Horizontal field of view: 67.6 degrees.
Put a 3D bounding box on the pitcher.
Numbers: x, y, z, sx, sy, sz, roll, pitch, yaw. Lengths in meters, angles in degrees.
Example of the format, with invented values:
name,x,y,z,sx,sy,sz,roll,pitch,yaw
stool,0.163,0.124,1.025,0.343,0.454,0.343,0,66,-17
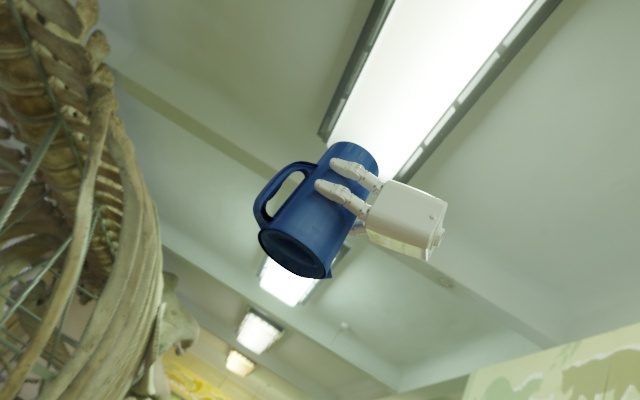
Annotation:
name,x,y,z,sx,sy,sz,roll,pitch,yaw
pitcher,0.000,0.003,0.838,0.145,0.242,0.149,21,-33,22
